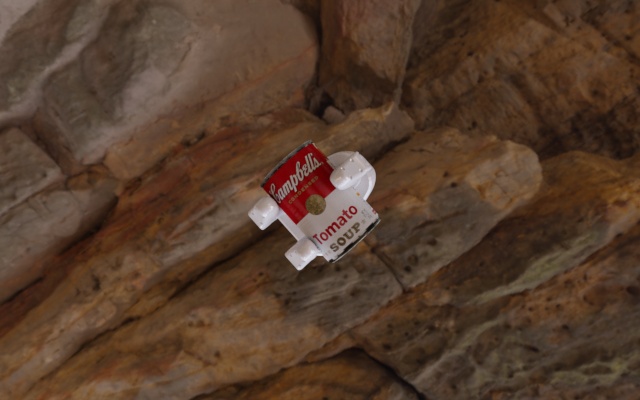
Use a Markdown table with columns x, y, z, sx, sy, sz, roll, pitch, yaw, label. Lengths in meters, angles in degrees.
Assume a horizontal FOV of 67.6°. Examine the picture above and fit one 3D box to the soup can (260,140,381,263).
| x | y | z | sx | sy | sz | roll | pitch | yaw | label |
| --- | --- | --- | --- | --- | --- | --- | --- | --- | --- |
| 0.000 | 0.002 | 0.462 | 0.068 | 0.102 | 0.068 | -42 | -2 | -1 | soup can |
